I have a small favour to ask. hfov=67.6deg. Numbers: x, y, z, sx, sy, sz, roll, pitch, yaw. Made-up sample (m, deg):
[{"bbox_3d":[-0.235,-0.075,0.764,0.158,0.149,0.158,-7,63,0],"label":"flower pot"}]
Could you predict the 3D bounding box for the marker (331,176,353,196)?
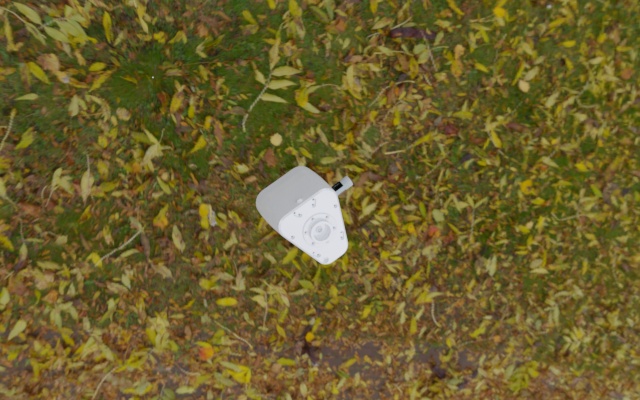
[{"bbox_3d":[0.000,0.003,0.780,0.121,0.020,0.020,-37,5,-7],"label":"marker"}]
